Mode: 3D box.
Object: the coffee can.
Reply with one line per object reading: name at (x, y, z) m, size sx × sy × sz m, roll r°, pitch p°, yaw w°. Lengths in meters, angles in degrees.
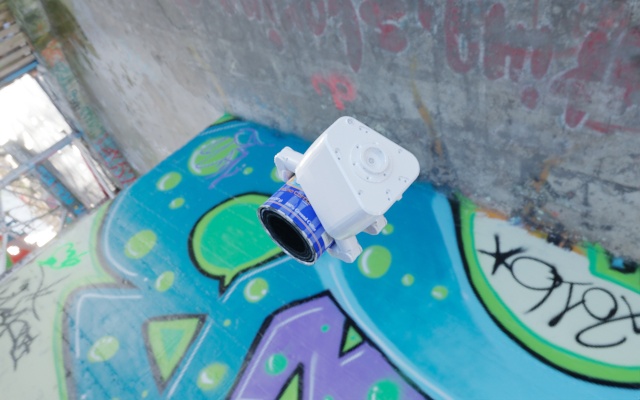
coffee can at (0.000, 0.002, 0.642) m, size 0.140 × 0.103 × 0.103 m, roll -45°, pitch 23°, yaw -25°
